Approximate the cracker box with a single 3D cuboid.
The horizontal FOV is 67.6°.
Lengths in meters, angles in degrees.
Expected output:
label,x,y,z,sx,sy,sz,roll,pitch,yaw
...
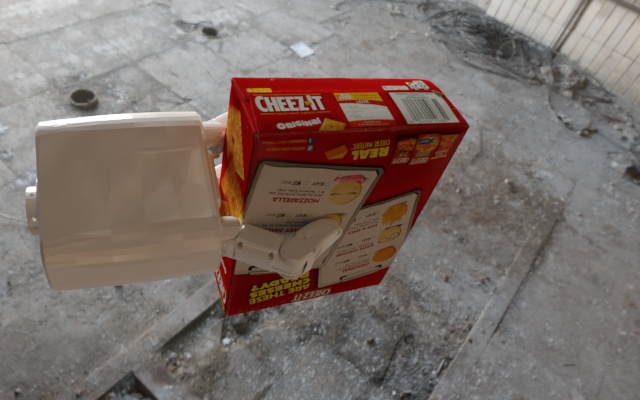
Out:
label,x,y,z,sx,sy,sz,roll,pitch,yaw
cracker box,0.000,0.001,0.404,0.164,0.072,0.214,-7,-39,-23
